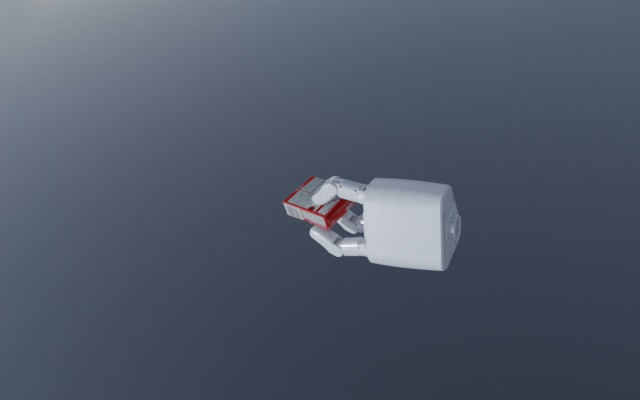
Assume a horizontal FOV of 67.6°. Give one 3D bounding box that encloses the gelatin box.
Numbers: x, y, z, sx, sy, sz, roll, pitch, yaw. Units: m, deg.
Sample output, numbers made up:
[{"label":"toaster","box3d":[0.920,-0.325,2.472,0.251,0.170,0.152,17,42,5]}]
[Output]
[{"label":"gelatin box","box3d":[0.000,0.002,0.727,0.089,0.030,0.073,19,49,38]}]
